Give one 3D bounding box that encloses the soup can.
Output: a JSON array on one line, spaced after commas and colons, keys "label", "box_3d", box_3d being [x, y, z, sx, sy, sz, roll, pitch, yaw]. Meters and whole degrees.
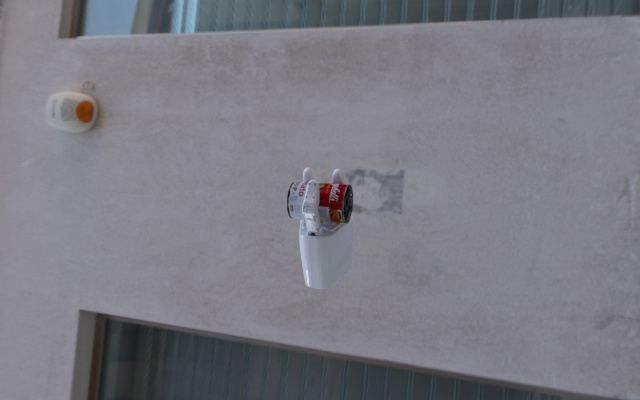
[{"label": "soup can", "box_3d": [0.000, 0.002, 0.833, 0.102, 0.068, 0.068, 4, 1, 17]}]
